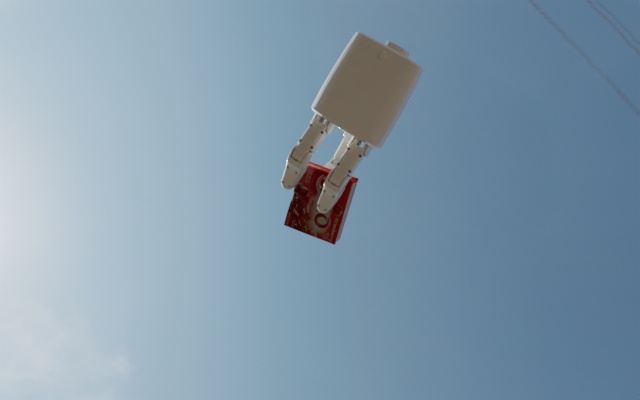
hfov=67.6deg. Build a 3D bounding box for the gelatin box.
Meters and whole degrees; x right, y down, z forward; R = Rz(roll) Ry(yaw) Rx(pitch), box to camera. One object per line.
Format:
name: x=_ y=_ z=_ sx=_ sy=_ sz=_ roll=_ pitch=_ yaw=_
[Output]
gelatin box: x=0.000 y=0.002 z=0.614 sx=0.073 sy=0.089 sz=0.030 roll=20 pitch=16 yaw=14
